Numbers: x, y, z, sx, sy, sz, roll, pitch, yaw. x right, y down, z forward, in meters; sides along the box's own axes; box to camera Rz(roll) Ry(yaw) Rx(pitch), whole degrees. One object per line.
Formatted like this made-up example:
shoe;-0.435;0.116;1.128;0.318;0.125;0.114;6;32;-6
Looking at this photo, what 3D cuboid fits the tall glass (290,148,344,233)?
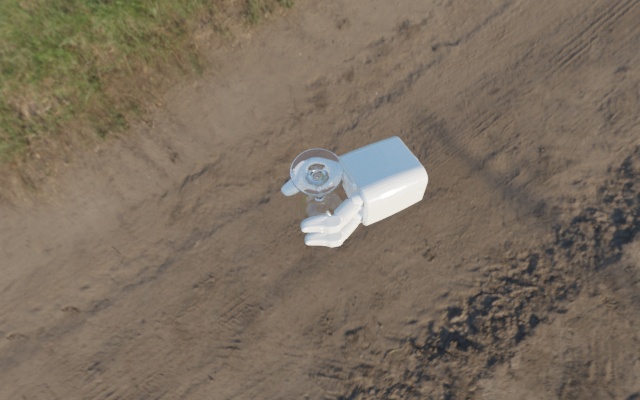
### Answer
tall glass;0.000;0.002;0.747;0.079;0.079;0.201;0;-26;3
